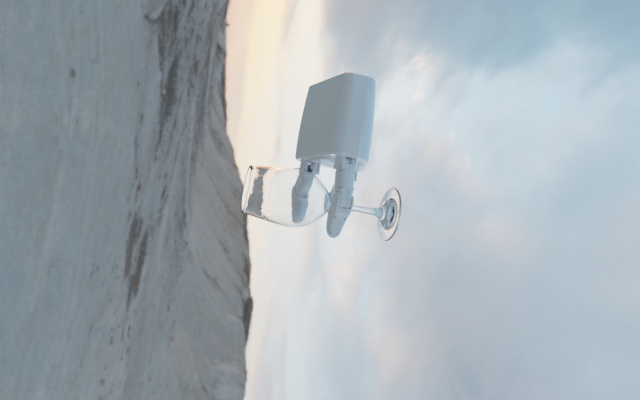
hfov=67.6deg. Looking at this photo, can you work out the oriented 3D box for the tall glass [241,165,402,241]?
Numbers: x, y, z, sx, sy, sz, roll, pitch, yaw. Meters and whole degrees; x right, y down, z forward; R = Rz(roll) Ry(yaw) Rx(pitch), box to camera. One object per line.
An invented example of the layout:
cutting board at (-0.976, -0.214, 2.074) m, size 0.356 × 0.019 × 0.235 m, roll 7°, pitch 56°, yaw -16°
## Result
tall glass at (0.001, 0.002, 0.629) m, size 0.201 × 0.079 × 0.079 m, roll 10°, pitch -3°, yaw -15°
